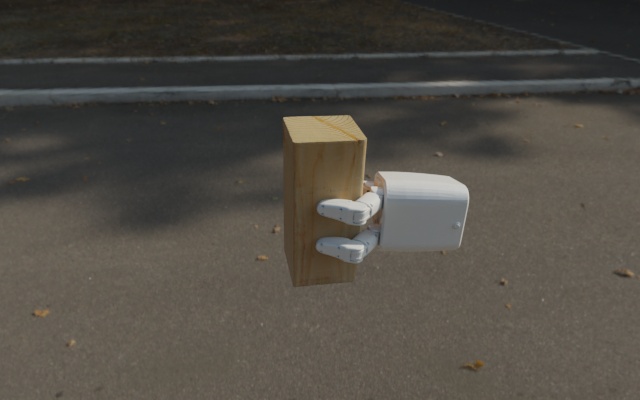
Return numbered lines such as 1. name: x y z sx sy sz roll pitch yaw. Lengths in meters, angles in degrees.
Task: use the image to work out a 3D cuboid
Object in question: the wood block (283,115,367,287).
1. wood block: 0.000 0.002 0.628 0.090 0.206 0.090 -4 29 -10
